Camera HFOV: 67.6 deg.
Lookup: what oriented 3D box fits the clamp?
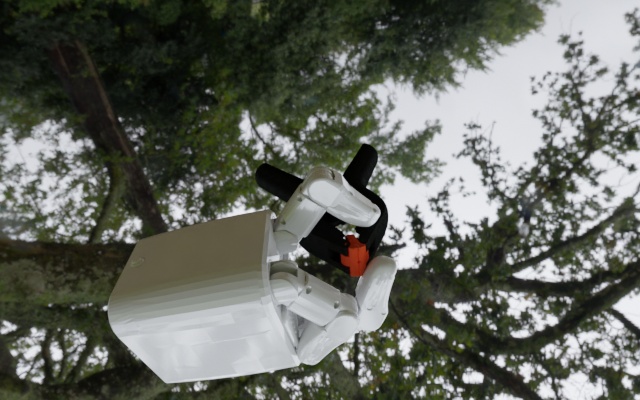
[{"bbox_3d":[0.000,0.002,0.410,0.120,0.039,0.171,-12,30,4],"label":"clamp"}]
